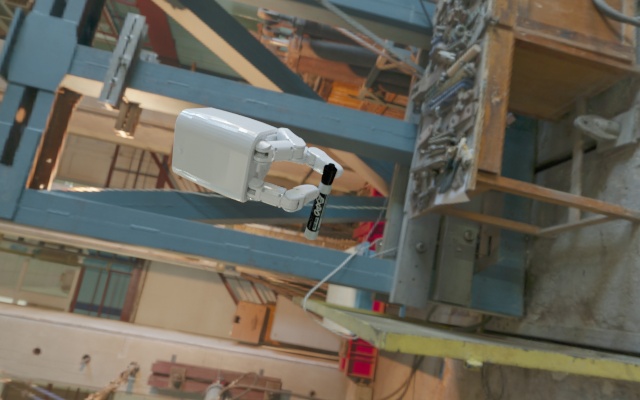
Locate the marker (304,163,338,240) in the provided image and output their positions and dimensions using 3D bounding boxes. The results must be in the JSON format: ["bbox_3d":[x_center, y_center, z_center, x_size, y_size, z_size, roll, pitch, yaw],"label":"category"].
[{"bbox_3d":[0.000,0.002,0.656,0.020,0.121,0.020,12,32,-7],"label":"marker"}]
